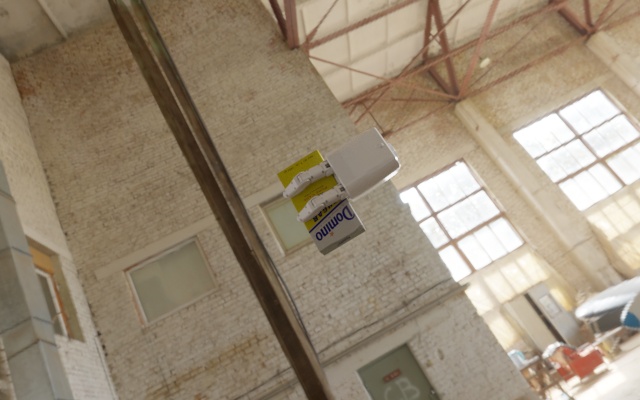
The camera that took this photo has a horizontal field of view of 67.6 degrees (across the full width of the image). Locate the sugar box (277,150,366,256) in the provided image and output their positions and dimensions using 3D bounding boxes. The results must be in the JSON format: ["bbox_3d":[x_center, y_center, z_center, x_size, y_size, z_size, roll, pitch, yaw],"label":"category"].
[{"bbox_3d":[0.000,0.003,0.885,0.093,0.176,0.048,-32,-23,3],"label":"sugar box"}]
